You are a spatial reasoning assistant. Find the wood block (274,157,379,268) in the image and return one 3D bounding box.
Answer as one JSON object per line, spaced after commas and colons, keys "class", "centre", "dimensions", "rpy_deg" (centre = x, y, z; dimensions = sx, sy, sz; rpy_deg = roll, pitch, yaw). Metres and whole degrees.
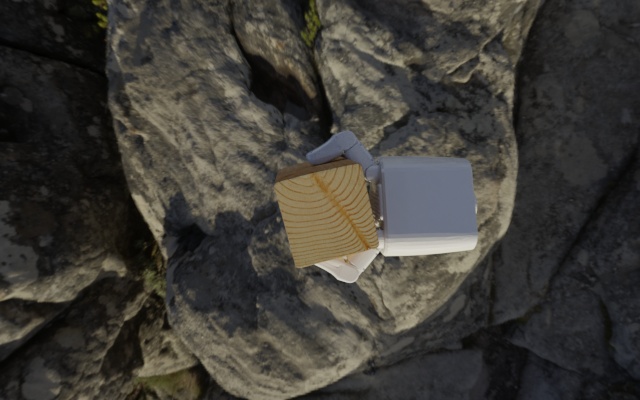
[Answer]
{"class": "wood block", "centre": [0.000, 0.001, 0.571], "dimensions": [0.090, 0.091, 0.206], "rpy_deg": [-14, 8, -2]}
